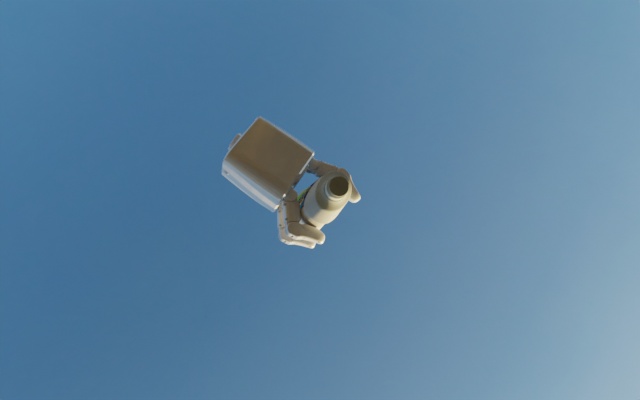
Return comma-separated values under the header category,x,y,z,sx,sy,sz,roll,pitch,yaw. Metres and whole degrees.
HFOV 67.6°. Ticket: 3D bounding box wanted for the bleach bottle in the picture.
category,x,y,z,sx,sy,sz,roll,pitch,yaw
bleach bottle,0.000,0.003,0.756,0.068,0.102,0.251,34,-19,-4
